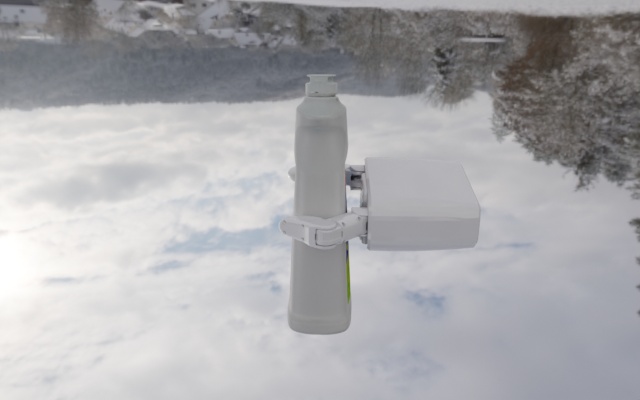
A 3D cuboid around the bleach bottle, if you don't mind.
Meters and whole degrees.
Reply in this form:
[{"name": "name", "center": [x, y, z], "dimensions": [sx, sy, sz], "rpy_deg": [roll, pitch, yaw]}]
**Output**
[{"name": "bleach bottle", "center": [0.000, 0.002, 0.488], "dimensions": [0.068, 0.251, 0.102], "rpy_deg": [1, 17, 2]}]
